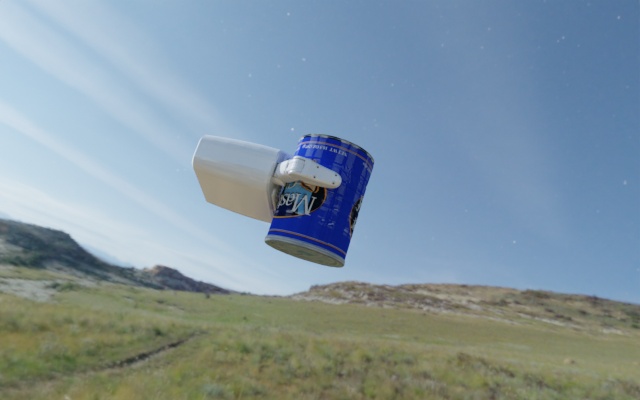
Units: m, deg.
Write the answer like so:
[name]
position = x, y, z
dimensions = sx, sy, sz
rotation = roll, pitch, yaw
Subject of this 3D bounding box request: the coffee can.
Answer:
[coffee can]
position = 0.000, 0.002, 0.602
dimensions = 0.103, 0.140, 0.103
rotation = 17, -15, 4
